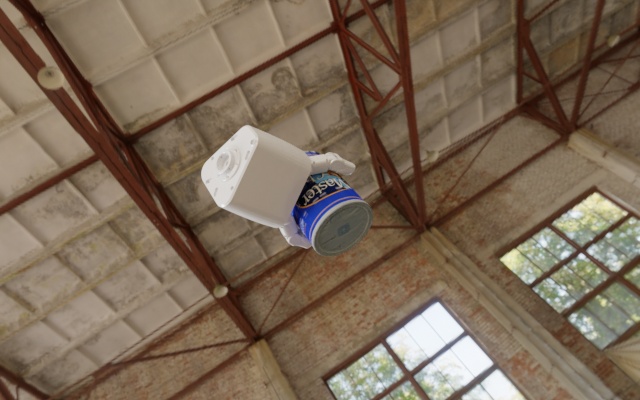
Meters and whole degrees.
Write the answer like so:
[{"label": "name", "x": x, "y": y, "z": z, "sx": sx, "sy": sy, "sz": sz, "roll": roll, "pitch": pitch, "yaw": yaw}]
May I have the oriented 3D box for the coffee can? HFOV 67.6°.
[{"label": "coffee can", "x": 0.000, "y": 0.002, "z": 0.737, "sx": 0.103, "sy": 0.103, "sz": 0.140, "roll": 0, "pitch": 36, "yaw": -38}]
